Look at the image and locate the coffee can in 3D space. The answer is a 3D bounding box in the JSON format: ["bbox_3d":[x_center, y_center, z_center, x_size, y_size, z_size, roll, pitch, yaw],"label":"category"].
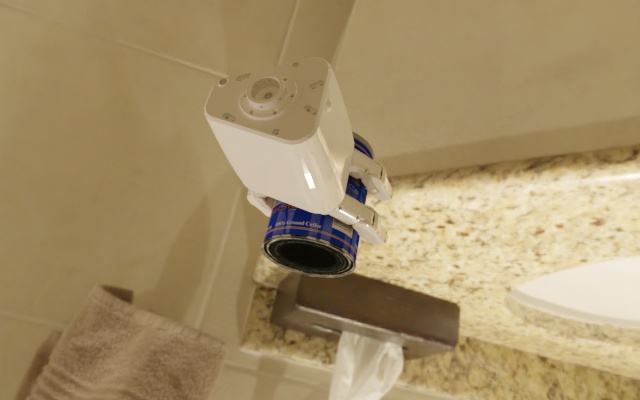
[{"bbox_3d":[0.000,0.002,0.535,0.103,0.140,0.103,10,-28,5],"label":"coffee can"}]
